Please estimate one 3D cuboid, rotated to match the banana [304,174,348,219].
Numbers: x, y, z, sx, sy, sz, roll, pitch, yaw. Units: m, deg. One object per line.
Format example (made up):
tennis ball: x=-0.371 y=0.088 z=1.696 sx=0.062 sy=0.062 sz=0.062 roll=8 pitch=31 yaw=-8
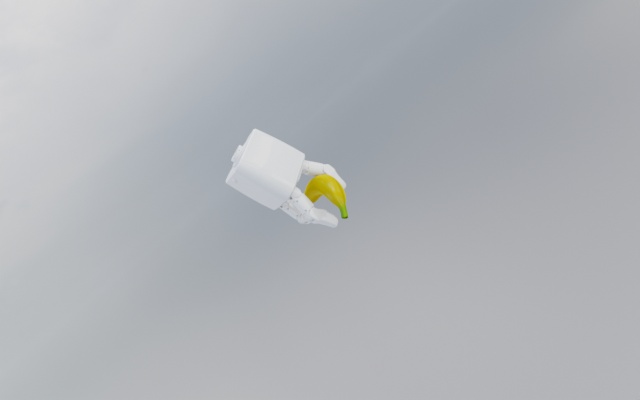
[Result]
banana: x=0.004 y=-0.015 z=0.888 sx=0.037 sy=0.069 sz=0.198 roll=5 pitch=6 yaw=-19
